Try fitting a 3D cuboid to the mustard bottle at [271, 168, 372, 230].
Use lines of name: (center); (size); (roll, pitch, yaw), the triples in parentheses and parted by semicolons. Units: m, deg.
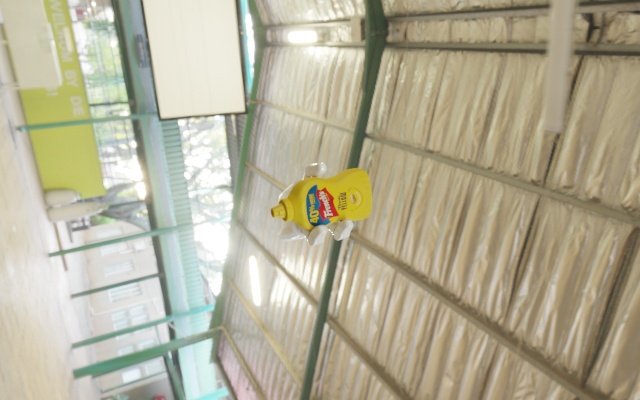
mustard bottle: (0.001, 0.003, 0.874); (0.191, 0.096, 0.058); (-12, 18, -24)
